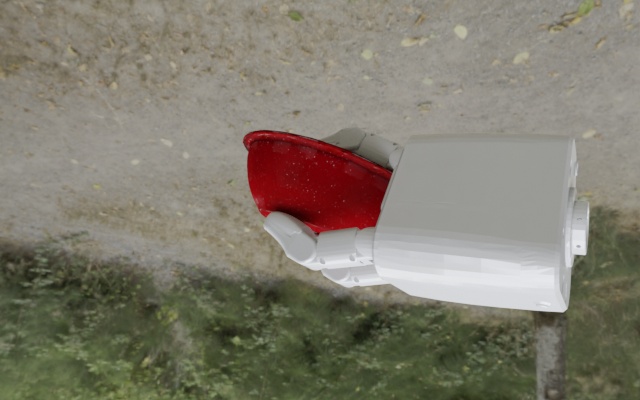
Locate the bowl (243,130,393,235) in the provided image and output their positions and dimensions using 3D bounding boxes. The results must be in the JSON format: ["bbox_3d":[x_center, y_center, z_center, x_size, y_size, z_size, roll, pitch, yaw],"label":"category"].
[{"bbox_3d":[-0.001,0.002,0.409,0.162,0.055,0.162,20,-11,4],"label":"bowl"}]
